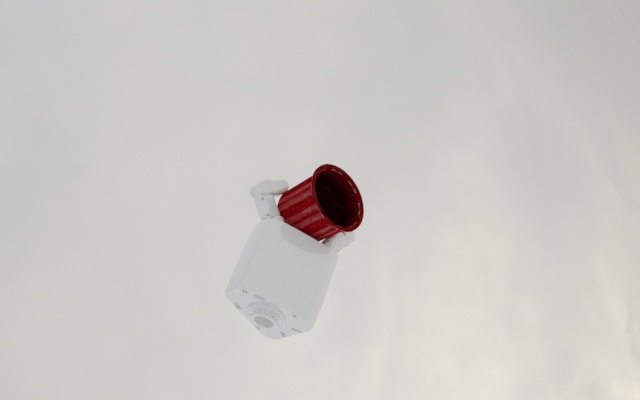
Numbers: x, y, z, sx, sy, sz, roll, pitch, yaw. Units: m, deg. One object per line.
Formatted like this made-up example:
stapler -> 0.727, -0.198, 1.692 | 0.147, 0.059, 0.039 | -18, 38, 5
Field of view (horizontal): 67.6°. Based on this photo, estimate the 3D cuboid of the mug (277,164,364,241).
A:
mug -> 0.000, 0.001, 0.640 | 0.093, 0.117, 0.081 | 44, -47, -21
